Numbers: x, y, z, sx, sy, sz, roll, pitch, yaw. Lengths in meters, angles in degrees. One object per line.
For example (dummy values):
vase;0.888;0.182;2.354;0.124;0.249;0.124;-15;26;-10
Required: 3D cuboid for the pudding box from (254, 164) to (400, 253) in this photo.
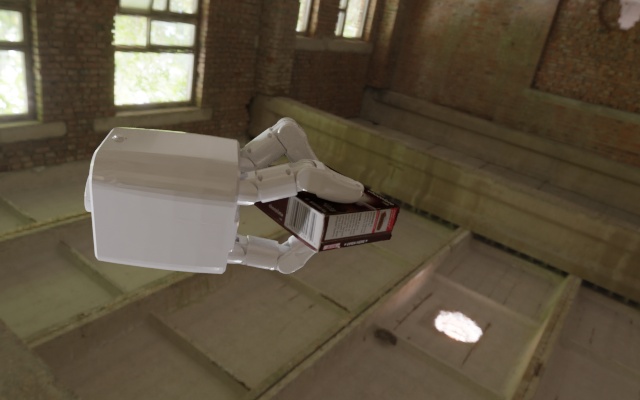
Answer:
pudding box;0.000;0.002;0.434;0.090;0.039;0.113;-6;29;-39
